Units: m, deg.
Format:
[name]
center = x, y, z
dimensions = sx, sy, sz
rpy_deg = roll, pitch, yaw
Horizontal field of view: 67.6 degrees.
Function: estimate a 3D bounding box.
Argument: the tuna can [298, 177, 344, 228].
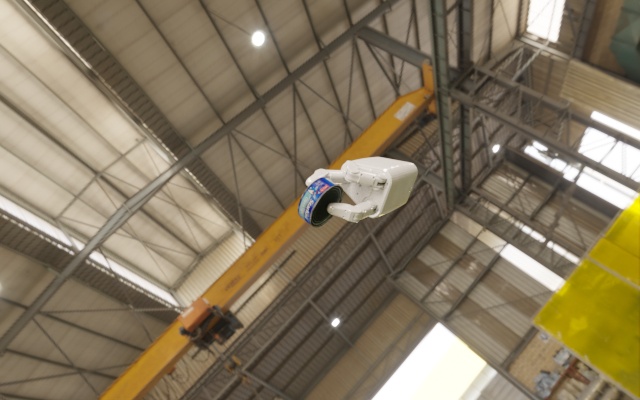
[tuna can]
center = 0.000, 0.002, 0.835
dimensions = 0.033, 0.086, 0.086
rpy_deg = 35, 17, 26
